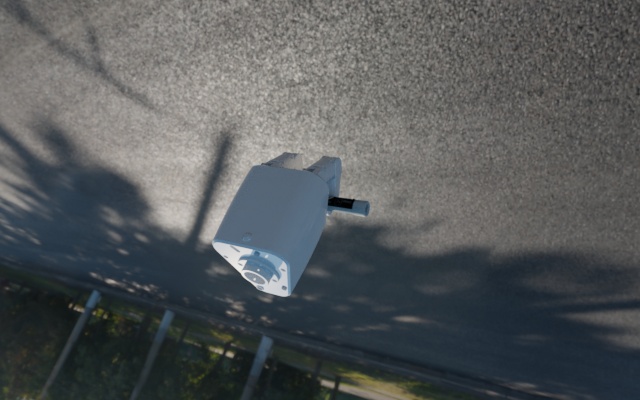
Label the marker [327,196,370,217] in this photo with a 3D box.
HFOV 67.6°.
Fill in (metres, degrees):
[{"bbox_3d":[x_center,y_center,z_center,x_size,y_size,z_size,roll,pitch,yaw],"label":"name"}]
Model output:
[{"bbox_3d":[0.000,0.002,0.579,0.121,0.020,0.020,9,4,24],"label":"marker"}]
